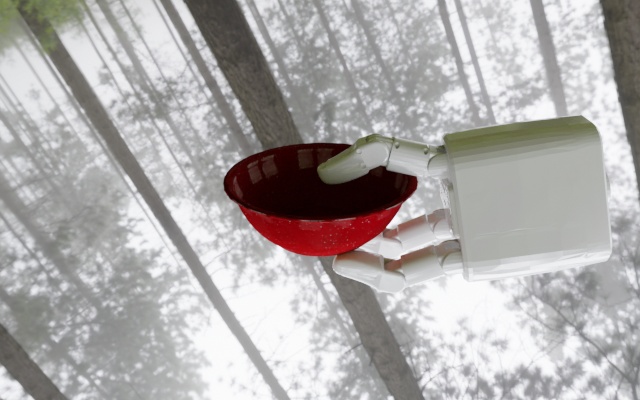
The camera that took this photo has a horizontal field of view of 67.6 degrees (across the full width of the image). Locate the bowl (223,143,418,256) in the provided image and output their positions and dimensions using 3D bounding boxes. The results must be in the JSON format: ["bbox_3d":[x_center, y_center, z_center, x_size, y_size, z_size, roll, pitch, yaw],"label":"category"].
[{"bbox_3d":[-0.001,0.002,0.412,0.162,0.055,0.162,0,26,0],"label":"bowl"}]
